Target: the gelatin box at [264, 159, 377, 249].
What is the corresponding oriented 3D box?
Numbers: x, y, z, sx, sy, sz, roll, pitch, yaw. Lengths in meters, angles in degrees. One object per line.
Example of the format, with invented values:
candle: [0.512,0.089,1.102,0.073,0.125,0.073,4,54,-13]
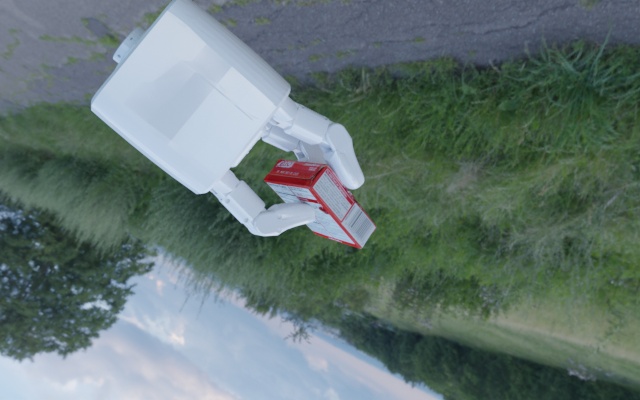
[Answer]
gelatin box: [0.000,0.002,0.444,0.073,0.030,0.089,12,-32,52]
